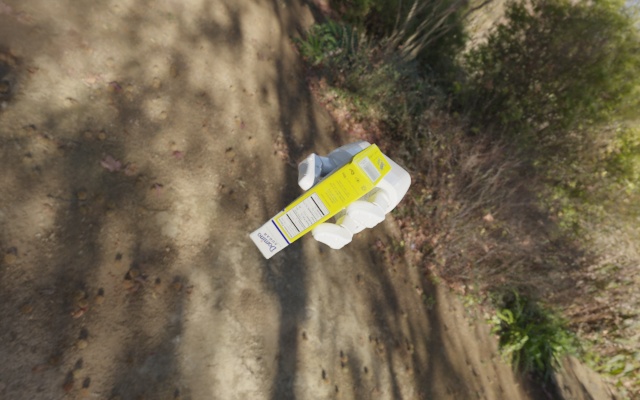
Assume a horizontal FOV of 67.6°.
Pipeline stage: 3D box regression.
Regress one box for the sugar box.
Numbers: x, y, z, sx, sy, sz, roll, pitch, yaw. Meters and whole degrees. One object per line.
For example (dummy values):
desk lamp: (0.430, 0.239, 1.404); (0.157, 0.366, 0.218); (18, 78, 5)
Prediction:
sugar box: (0.001, 0.002, 0.600); (0.176, 0.048, 0.093); (-38, 0, 28)
